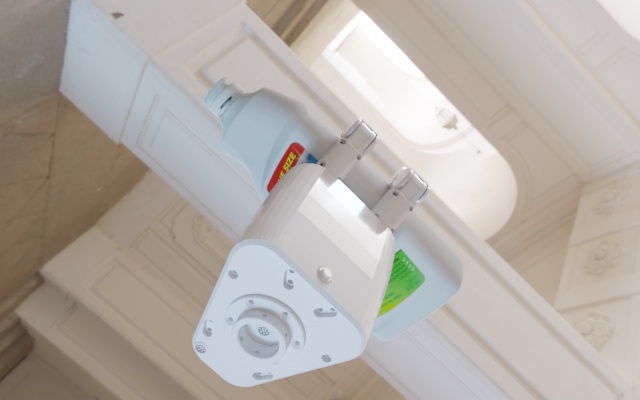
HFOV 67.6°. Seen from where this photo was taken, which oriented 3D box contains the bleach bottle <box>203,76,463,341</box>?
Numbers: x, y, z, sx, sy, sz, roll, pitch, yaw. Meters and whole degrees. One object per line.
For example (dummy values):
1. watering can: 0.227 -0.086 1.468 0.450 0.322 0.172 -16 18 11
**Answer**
1. bleach bottle: 0.000 0.001 0.403 0.102 0.251 0.068 -43 8 29
